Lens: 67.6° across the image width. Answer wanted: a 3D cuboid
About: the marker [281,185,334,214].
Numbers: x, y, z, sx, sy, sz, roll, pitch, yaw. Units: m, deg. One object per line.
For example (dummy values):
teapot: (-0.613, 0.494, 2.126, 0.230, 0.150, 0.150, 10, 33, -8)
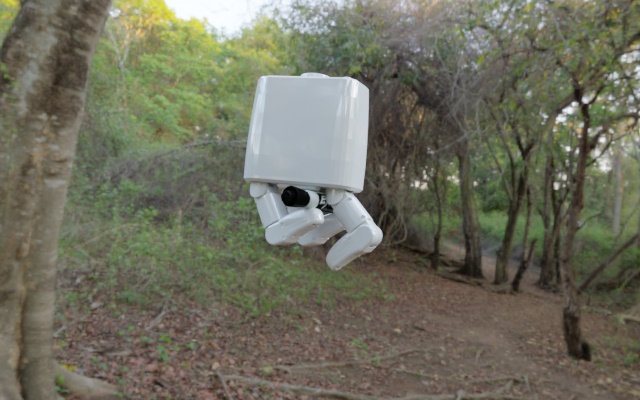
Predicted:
marker: (0.000, 0.002, 0.462, 0.020, 0.020, 0.121, 0, -6, 30)
